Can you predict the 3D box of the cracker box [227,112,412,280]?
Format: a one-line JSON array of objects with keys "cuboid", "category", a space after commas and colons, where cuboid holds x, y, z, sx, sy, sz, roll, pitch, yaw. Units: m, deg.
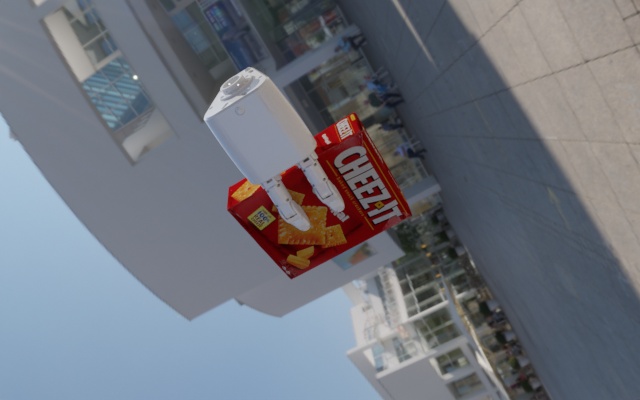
[{"cuboid": [0.000, 0.002, 0.689, 0.214, 0.164, 0.072, -29, 32, 12], "category": "cracker box"}]
